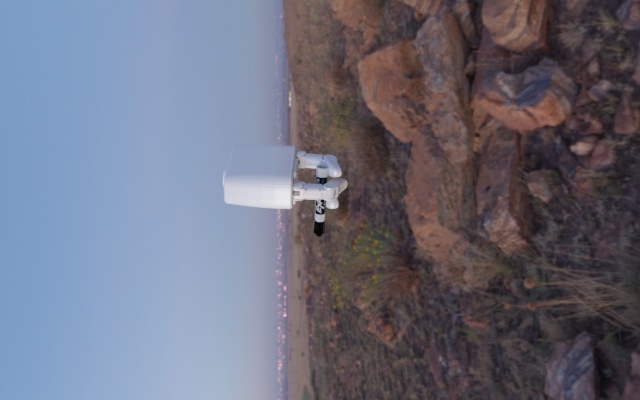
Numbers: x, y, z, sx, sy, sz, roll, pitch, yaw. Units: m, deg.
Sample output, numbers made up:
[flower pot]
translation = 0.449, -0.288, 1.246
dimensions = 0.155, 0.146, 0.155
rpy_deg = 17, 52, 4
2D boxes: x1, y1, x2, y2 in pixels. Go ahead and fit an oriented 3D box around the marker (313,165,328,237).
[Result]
[marker]
translation = 0.000, 0.003, 0.768
dimensions = 0.020, 0.121, 0.020
rpy_deg = 2, 24, -1
